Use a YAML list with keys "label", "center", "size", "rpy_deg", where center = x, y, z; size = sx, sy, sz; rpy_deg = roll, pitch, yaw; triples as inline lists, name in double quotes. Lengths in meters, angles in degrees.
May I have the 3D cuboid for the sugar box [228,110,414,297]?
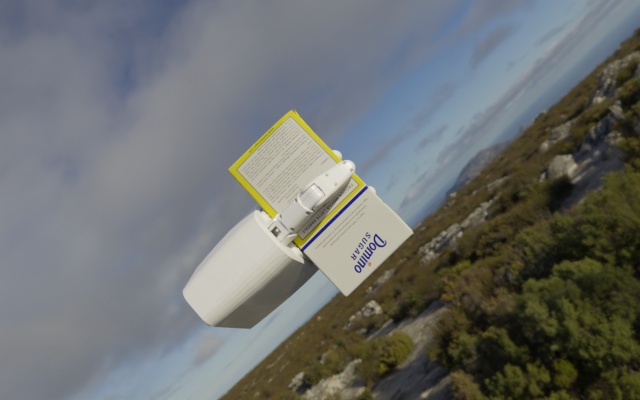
- label: "sugar box"
  center: [0.000, 0.002, 0.488]
  size: [0.093, 0.176, 0.048]
  rpy_deg: [-44, -7, 3]
